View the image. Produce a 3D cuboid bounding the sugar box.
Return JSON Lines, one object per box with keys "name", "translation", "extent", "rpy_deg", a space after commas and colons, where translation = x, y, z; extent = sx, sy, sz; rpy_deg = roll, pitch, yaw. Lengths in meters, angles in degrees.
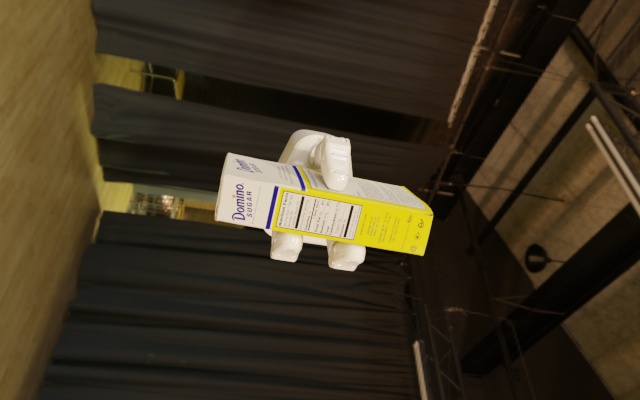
{"name": "sugar box", "translation": [0.000, 0.002, 0.421], "extent": [0.176, 0.048, 0.093], "rpy_deg": [8, 14, -10]}
